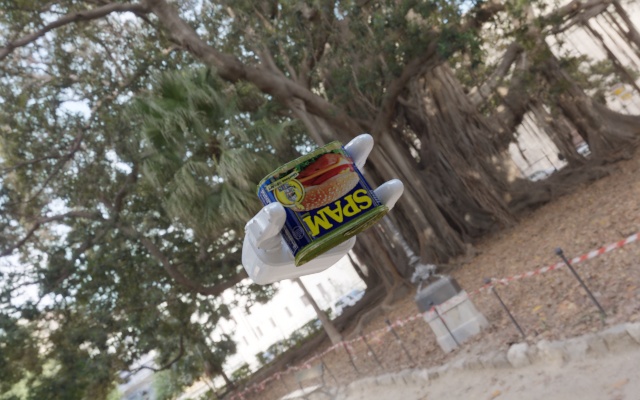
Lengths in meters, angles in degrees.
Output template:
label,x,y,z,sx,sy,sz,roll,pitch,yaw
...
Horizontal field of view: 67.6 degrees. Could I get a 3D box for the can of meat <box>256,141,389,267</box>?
label,x,y,z,sx,sy,sz,roll,pitch,yaw
can of meat,0.000,0.001,0.462,0.102,0.084,0.057,-27,-14,-20
